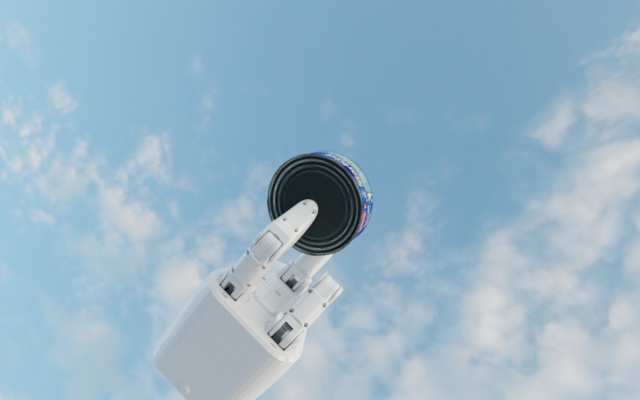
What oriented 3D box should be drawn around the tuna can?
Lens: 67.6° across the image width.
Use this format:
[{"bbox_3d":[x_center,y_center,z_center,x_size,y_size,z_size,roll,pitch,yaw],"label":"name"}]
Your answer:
[{"bbox_3d":[0.000,0.001,0.404,0.086,0.086,0.033,0,12,24],"label":"tuna can"}]
